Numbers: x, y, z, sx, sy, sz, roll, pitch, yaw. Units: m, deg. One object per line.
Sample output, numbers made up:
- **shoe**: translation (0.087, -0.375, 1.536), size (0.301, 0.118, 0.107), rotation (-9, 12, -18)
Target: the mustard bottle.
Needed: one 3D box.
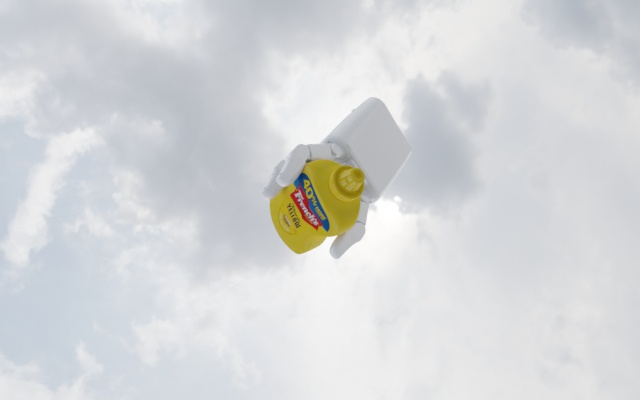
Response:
- **mustard bottle**: translation (0.000, 0.002, 0.601), size (0.058, 0.096, 0.192), rotation (-19, -8, -32)
